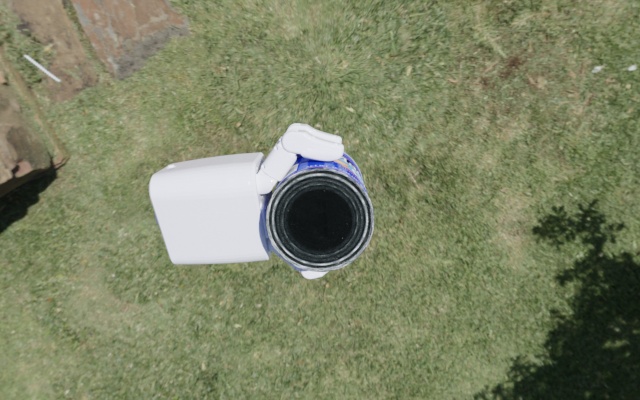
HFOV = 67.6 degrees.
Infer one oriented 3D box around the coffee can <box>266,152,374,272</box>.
[{"bbox_3d":[0.000,0.002,0.513,0.103,0.103,0.140,0,15,0],"label":"coffee can"}]
